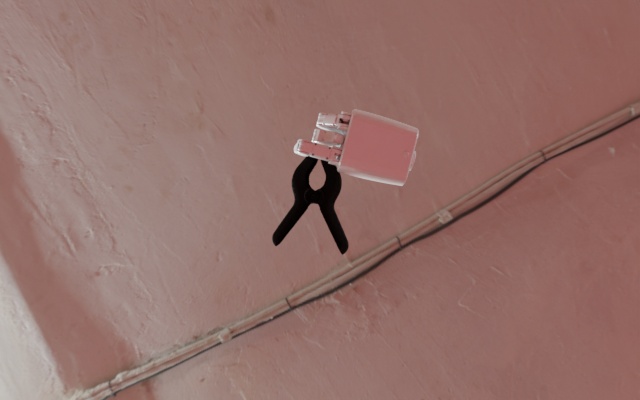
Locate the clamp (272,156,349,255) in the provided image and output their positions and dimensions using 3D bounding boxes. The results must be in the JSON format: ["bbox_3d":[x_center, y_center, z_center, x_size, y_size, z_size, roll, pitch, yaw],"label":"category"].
[{"bbox_3d":[0.000,0.002,0.748,0.120,0.171,0.039,15,2,3],"label":"clamp"}]
